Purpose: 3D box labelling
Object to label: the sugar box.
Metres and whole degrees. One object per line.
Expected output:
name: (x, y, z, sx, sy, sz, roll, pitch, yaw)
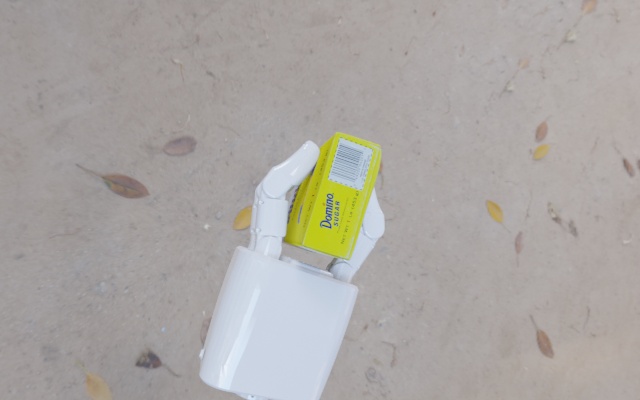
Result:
sugar box: (0.000, 0.001, 0.441, 0.048, 0.093, 0.176, 19, -8, -12)
